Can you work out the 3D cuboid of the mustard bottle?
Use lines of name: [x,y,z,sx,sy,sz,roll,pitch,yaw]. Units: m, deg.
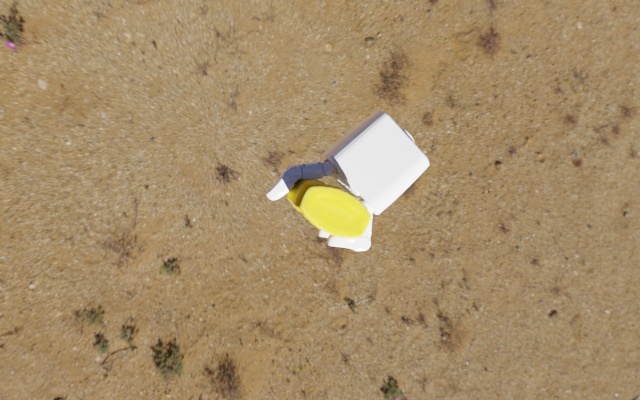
mustard bottle: [0.000,0.003,0.682,0.096,0.058,0.191,24,2,-15]
